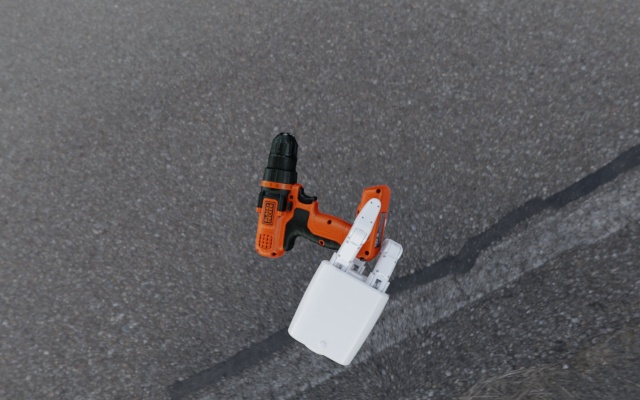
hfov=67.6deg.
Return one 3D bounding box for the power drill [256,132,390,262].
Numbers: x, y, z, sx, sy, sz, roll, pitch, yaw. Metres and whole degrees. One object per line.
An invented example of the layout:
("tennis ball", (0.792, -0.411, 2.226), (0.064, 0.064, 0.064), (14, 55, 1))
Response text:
("power drill", (0.000, 0.003, 0.680), (0.187, 0.184, 0.057), (10, 6, 21))
